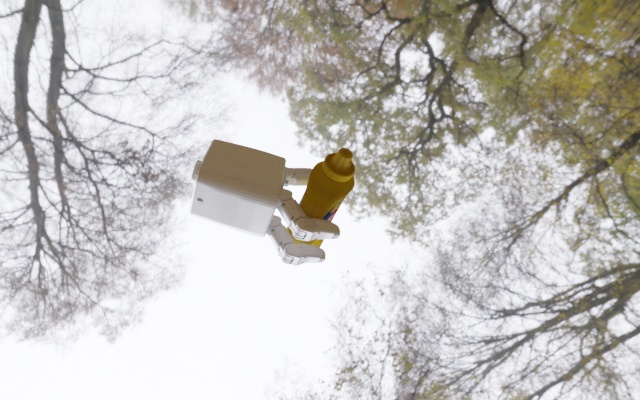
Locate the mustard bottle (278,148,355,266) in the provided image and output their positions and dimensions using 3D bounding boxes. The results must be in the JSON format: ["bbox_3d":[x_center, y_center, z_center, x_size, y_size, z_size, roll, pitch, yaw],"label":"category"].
[{"bbox_3d":[0.000,0.002,0.647,0.058,0.192,0.096,33,45,7],"label":"mustard bottle"}]
